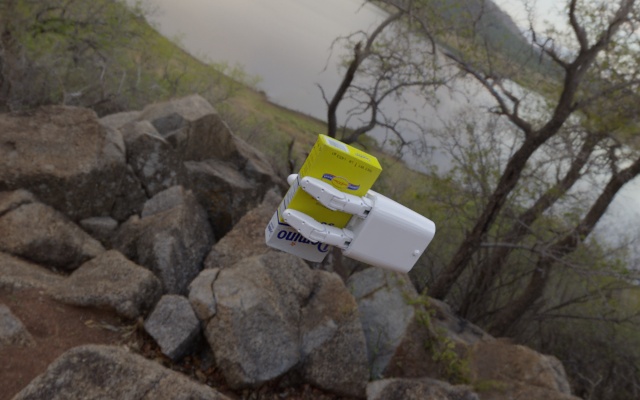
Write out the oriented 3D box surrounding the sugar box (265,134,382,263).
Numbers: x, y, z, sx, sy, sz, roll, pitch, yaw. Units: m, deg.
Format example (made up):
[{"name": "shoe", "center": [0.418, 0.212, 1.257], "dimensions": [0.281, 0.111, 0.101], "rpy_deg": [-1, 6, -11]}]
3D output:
[{"name": "sugar box", "center": [0.000, 0.002, 0.675], "dimensions": [0.093, 0.176, 0.048], "rpy_deg": [22, 23, -20]}]
